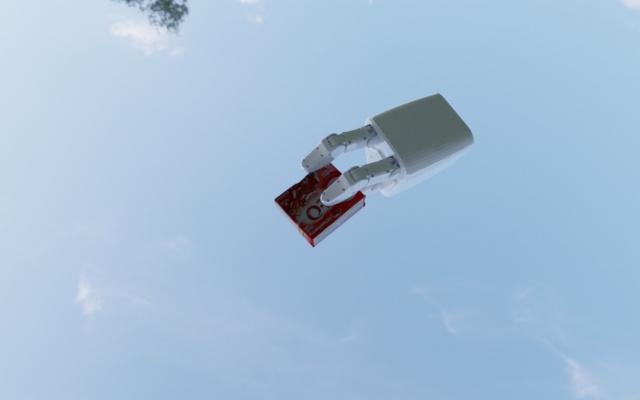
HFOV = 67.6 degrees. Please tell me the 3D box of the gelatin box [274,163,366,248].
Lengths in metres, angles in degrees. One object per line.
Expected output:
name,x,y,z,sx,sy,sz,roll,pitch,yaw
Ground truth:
gelatin box,0.000,0.002,0.588,0.089,0.073,0.030,-38,-23,-14
